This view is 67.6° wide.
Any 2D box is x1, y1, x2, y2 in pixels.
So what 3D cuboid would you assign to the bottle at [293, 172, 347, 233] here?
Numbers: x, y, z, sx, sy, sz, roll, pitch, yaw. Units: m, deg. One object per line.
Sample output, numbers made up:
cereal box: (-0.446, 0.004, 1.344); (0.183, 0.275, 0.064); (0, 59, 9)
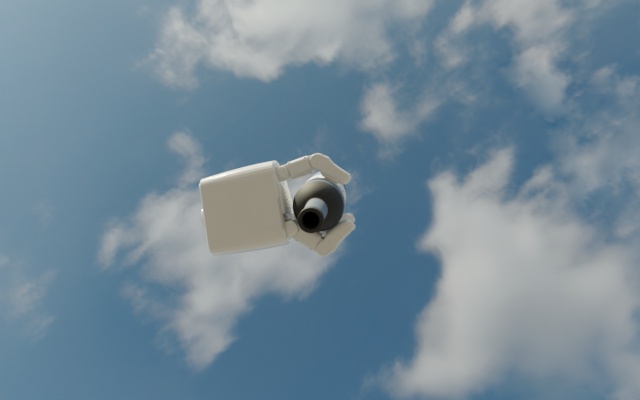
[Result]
bottle: (0.000, 0.002, 0.646); (0.069, 0.069, 0.295); (0, 7, 4)
